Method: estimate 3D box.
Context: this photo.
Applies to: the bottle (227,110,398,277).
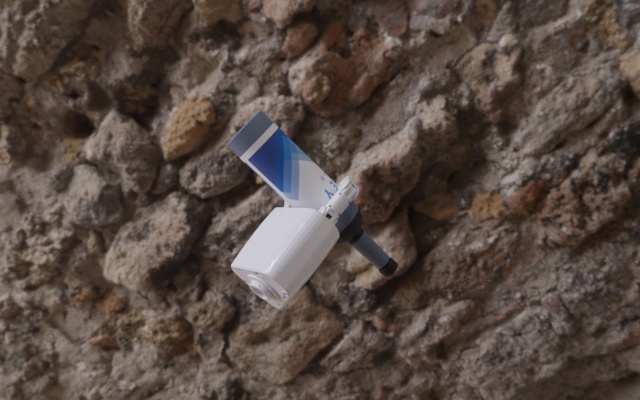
[{"bbox_3d":[0.000,0.002,0.671,0.296,0.069,0.069,44,-11,-11],"label":"bottle"}]
